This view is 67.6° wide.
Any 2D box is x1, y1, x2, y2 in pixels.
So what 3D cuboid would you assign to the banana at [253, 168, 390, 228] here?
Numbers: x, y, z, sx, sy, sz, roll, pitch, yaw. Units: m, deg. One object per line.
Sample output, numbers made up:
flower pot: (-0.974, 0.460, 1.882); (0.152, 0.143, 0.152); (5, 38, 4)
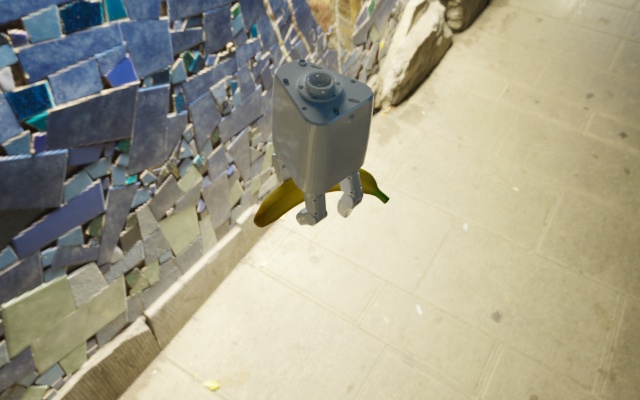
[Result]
banana: (-0.002, -0.013, 0.665); (0.198, 0.069, 0.037); (-11, -33, -15)
